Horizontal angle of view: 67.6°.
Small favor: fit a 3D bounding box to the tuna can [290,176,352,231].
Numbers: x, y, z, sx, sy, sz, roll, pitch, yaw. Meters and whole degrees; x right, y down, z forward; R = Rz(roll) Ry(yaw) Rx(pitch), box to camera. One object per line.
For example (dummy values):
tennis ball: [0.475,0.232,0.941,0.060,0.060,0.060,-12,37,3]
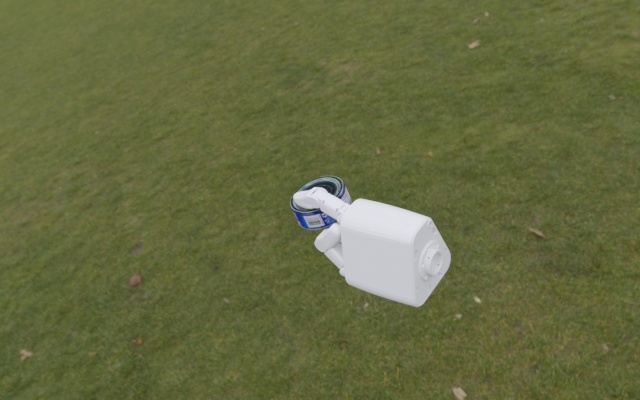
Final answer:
tuna can: [0.000,0.002,0.691,0.086,0.034,0.086,-18,34,12]
